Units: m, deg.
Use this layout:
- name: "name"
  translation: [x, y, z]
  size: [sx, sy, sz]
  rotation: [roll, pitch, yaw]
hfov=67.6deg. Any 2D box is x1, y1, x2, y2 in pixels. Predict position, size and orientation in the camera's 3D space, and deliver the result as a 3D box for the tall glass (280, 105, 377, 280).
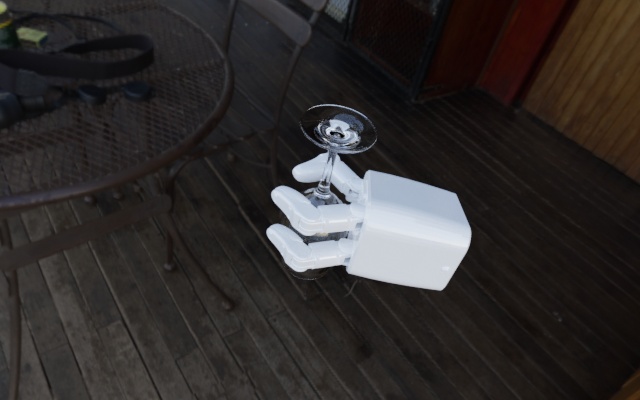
- name: "tall glass"
  translation: [0.000, 0.001, 0.517]
  size: [0.079, 0.201, 0.079]
  rotation: [8, 43, -7]
